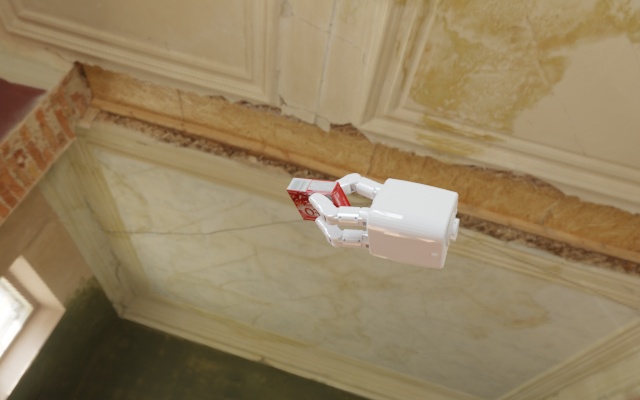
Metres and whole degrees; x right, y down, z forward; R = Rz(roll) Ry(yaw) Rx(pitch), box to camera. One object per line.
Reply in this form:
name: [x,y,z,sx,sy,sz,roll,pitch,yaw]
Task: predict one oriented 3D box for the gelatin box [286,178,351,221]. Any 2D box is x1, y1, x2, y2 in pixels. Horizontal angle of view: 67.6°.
gelatin box: [0.000,0.002,0.745,0.089,0.030,0.073,7,-38,34]
